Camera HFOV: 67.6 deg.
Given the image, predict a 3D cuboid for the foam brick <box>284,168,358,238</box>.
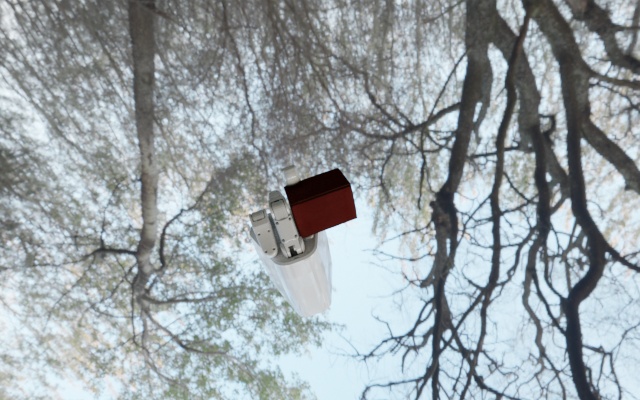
[{"bbox_3d":[0.000,0.002,0.599,0.078,0.051,0.053,-19,31,-4],"label":"foam brick"}]
